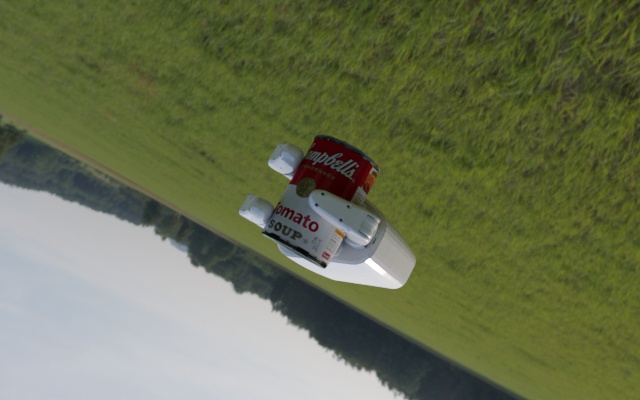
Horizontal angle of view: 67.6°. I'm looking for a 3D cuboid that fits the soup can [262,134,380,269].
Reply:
[{"bbox_3d":[0.000,0.001,0.431,0.068,0.102,0.068,29,-9,5],"label":"soup can"}]
